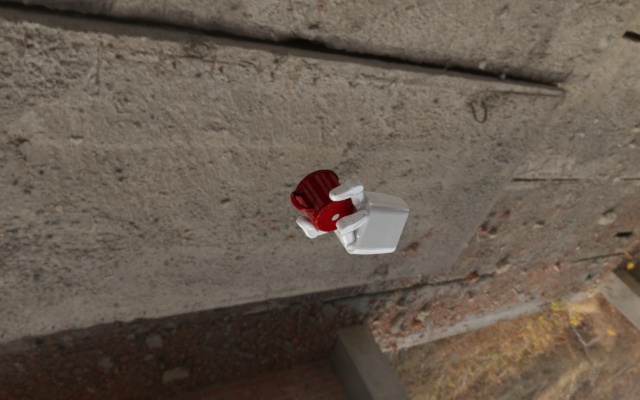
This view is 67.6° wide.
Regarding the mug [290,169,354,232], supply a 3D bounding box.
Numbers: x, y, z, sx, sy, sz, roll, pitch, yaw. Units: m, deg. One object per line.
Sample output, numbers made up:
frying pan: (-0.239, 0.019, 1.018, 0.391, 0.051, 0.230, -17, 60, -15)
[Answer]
mug: (-0.001, 0.003, 0.871, 0.117, 0.093, 0.081, 4, 38, -36)
